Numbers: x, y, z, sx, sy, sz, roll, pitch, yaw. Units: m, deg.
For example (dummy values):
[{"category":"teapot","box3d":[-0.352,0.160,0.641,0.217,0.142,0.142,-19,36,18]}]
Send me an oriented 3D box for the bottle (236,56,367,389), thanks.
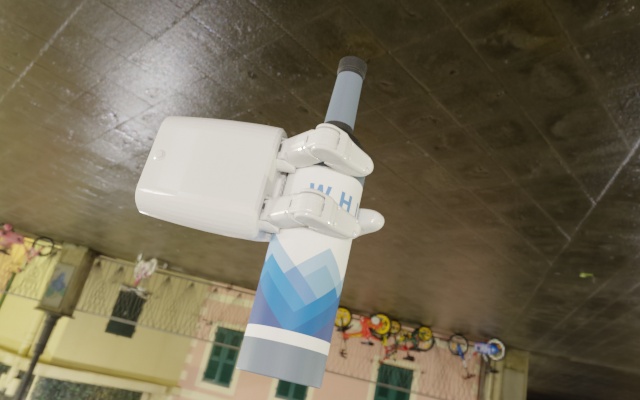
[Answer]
[{"category":"bottle","box3d":[0.000,0.002,0.414,0.069,0.295,0.069,12,-21,5]}]
